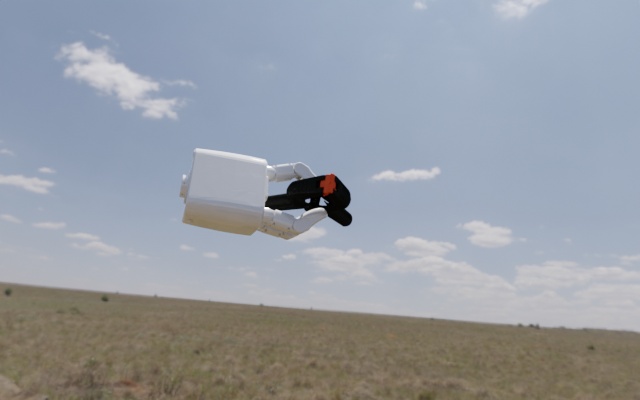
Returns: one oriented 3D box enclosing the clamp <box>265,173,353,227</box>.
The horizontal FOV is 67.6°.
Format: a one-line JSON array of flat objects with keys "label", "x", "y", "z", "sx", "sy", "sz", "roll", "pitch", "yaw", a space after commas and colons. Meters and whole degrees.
[{"label": "clamp", "x": 0.000, "y": 0.001, "z": 0.732, "sx": 0.164, "sy": 0.036, "sz": 0.210, "roll": 11, "pitch": -15, "yaw": -16}]
